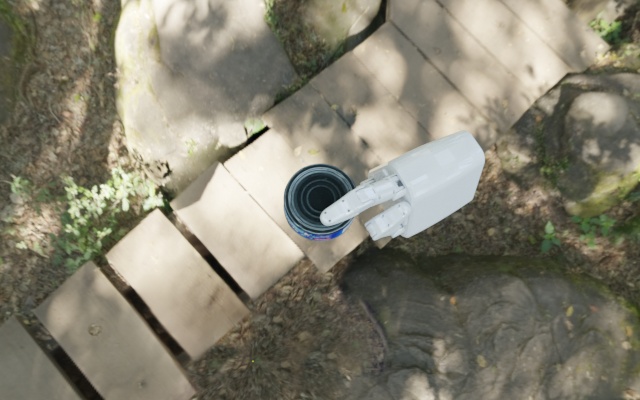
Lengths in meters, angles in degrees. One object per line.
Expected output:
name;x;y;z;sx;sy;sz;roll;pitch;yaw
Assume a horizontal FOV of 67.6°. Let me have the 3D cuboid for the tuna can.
tuna can;0.000;0.002;0.545;0.086;0.086;0.034;0;-16;-3
